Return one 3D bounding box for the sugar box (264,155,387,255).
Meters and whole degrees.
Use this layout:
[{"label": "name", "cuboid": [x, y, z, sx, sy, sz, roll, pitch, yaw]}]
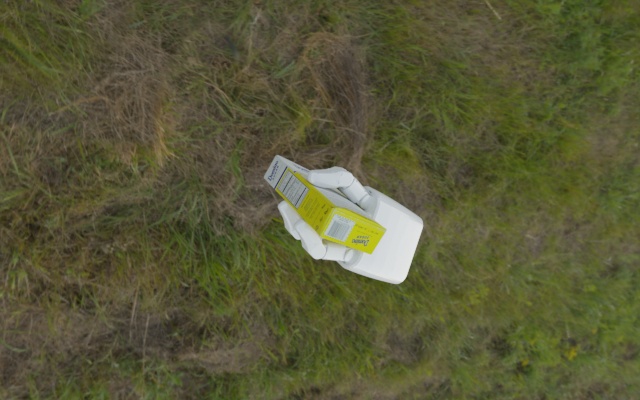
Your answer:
[{"label": "sugar box", "cuboid": [0.000, 0.003, 0.639, 0.093, 0.048, 0.176, 24, 9, -37]}]
